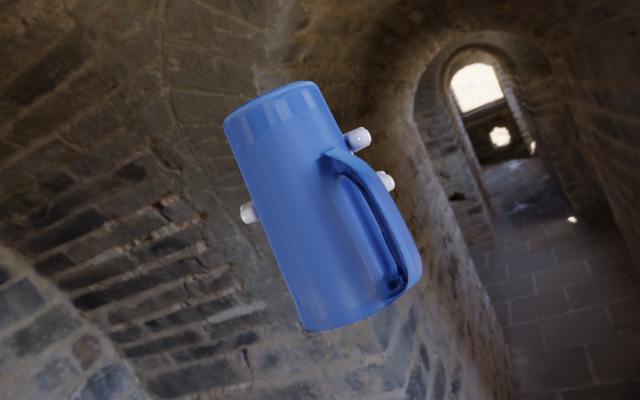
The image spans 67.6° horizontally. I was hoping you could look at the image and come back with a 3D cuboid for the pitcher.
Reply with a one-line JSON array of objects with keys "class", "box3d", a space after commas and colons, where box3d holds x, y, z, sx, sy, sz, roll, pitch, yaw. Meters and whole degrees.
[{"class": "pitcher", "box3d": [0.000, 0.002, 0.504, 0.149, 0.243, 0.145, -23, 6, 10]}]
